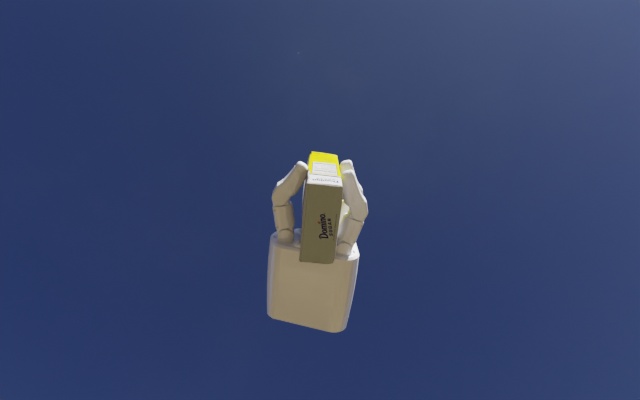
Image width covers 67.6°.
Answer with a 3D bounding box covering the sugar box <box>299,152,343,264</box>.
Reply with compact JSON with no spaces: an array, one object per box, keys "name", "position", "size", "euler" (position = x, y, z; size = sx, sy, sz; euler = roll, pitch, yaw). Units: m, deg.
[{"name":"sugar box","position":[0.001,0.002,0.592],"size":[0.048,0.093,0.176],"euler":[5,17,-4]}]
